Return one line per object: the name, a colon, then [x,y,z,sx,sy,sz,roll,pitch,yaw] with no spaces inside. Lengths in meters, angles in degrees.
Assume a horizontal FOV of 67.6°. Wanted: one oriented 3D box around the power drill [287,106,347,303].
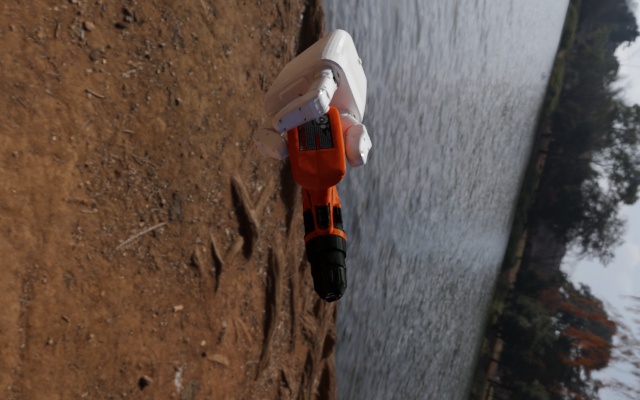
power drill: [0.000,0.001,0.548,0.057,0.184,0.188,-7,-35,-3]
